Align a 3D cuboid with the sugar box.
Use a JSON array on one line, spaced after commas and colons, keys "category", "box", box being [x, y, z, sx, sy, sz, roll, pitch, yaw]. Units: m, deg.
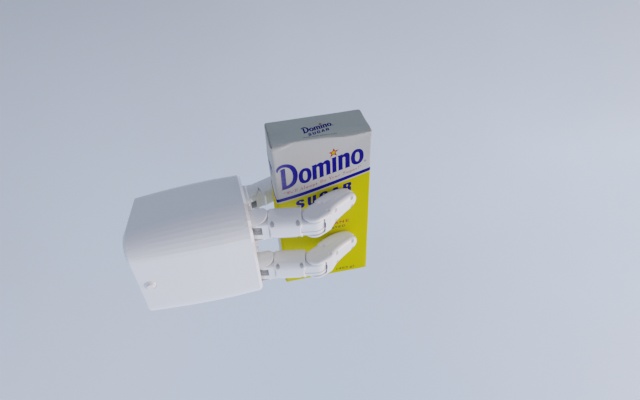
[{"category": "sugar box", "box": [0.000, 0.002, 0.476, 0.093, 0.176, 0.048, -11, 43, -8]}]
